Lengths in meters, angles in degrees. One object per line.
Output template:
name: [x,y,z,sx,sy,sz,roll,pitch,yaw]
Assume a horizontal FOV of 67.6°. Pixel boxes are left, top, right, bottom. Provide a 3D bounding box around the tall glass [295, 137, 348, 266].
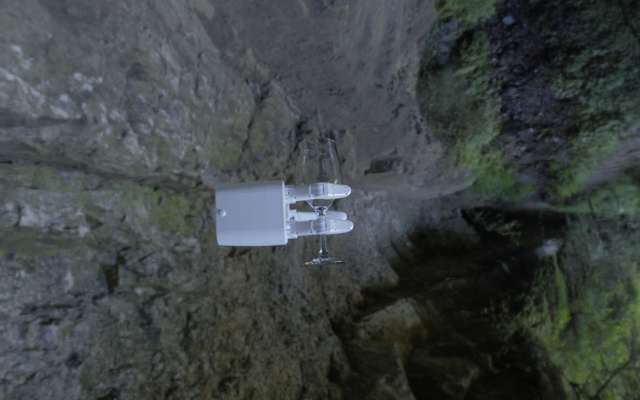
tall glass: [0.000,0.003,0.774,0.079,0.201,0.079,-3,-10,-1]
